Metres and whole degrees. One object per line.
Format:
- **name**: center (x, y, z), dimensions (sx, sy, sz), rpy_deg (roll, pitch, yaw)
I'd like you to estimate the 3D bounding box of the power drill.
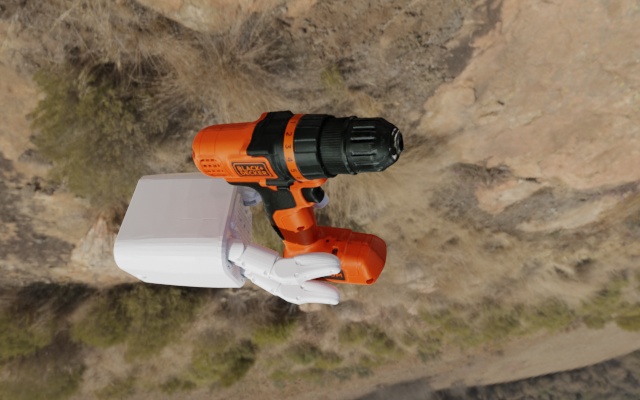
- **power drill**: center (0.000, 0.002, 0.426), dimensions (0.184, 0.057, 0.188), rpy_deg (3, -41, 29)
